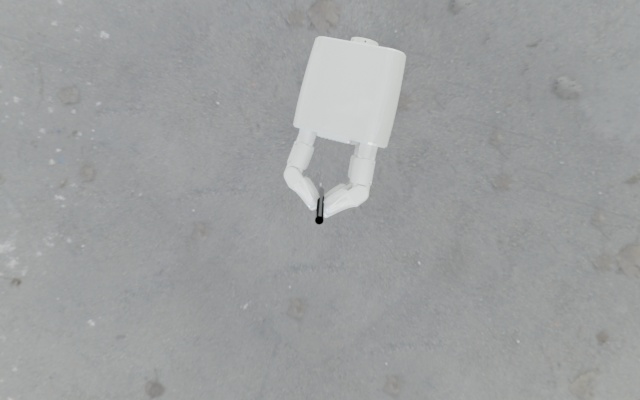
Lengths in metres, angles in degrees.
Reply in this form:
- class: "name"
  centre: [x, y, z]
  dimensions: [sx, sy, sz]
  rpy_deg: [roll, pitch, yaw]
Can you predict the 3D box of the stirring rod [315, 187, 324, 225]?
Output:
- class: "stirring rod"
  centre: [0.000, 0.002, 0.559]
  dimensions: [0.011, 0.011, 0.239]
  rpy_deg: [0, 8, 1]
